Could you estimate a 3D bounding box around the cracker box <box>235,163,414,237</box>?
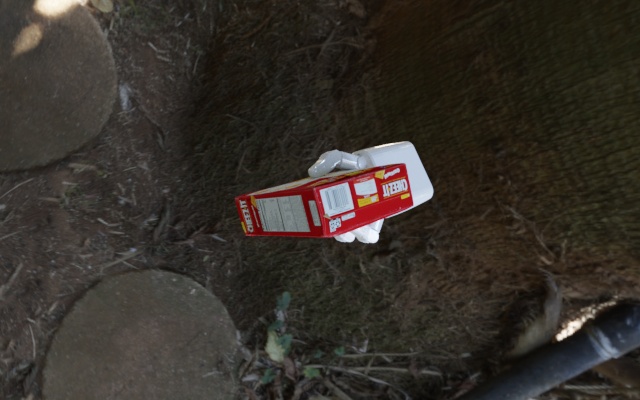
[{"bbox_3d":[0.000,0.002,0.697,0.164,0.072,0.214,-17,7,-36],"label":"cracker box"}]
